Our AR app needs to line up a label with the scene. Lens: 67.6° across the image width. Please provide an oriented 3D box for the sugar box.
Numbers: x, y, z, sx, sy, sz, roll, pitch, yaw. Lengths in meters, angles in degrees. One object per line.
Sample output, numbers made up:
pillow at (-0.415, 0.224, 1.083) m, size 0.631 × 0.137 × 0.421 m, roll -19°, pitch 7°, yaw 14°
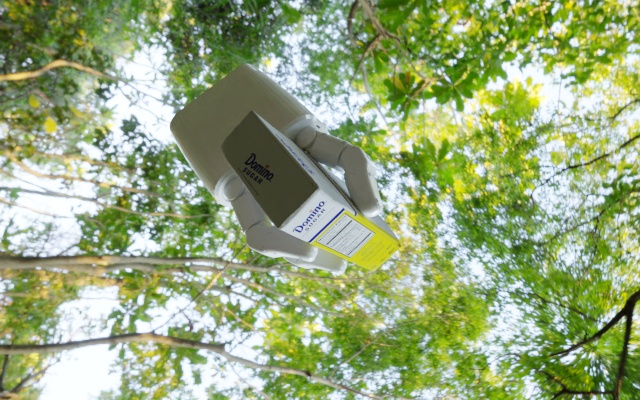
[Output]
sugar box at (0.000, 0.002, 0.401) m, size 0.093 × 0.048 × 0.176 m, roll 50°, pitch 12°, yaw 32°
